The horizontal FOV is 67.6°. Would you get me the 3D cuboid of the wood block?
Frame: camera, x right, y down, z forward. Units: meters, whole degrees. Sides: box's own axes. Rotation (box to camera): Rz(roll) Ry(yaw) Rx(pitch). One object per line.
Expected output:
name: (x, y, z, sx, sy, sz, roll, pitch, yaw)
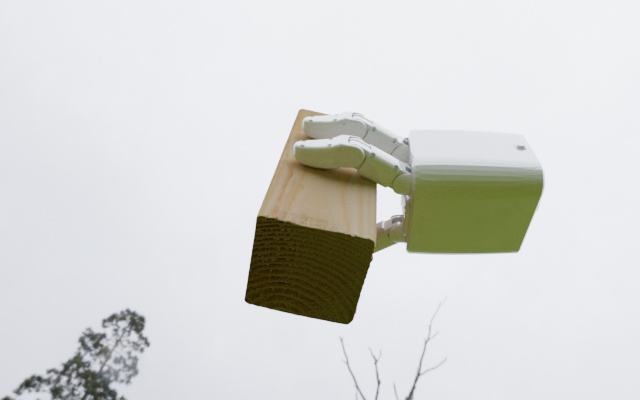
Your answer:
wood block: (0.000, 0.002, 0.445, 0.090, 0.091, 0.206, 12, 32, 0)
